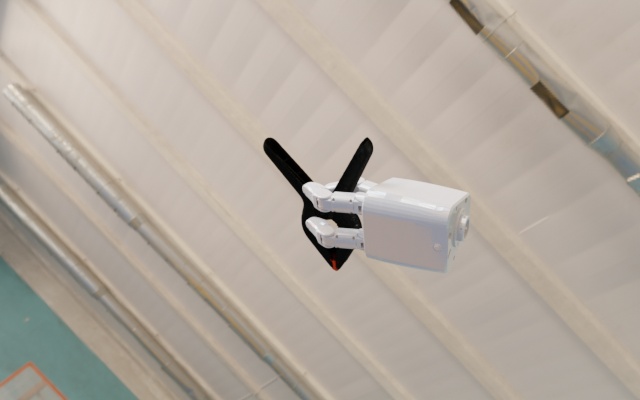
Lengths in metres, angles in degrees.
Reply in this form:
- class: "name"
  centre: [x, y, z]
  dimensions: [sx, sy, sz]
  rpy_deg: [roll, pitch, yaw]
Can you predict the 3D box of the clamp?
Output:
- class: "clamp"
  centre: [0.001, 0.002, 0.670]
  dimensions: [0.164, 0.210, 0.036]
  rpy_deg: [12, 34, 28]
